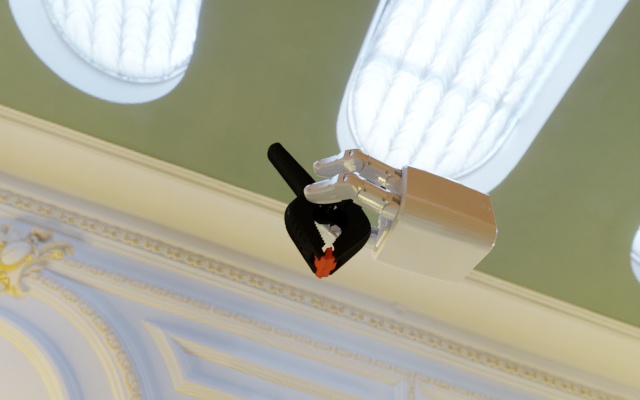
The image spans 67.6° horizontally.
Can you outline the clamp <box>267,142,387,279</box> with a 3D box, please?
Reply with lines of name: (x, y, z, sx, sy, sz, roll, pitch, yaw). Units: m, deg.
clamp: (0.000, 0.003, 0.541, 0.164, 0.036, 0.209, 16, 35, 1)
